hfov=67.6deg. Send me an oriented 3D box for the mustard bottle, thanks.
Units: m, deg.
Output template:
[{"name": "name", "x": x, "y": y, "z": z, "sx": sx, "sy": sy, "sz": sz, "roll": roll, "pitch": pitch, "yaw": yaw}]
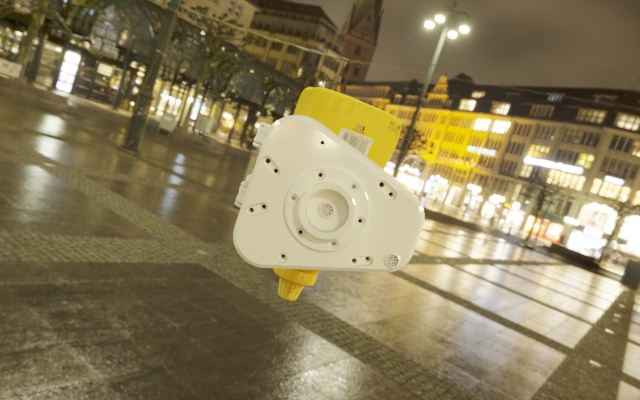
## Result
[{"name": "mustard bottle", "x": 0.000, "y": 0.001, "z": 0.440, "sx": 0.096, "sy": 0.191, "sz": 0.058, "roll": 17, "pitch": 6, "yaw": -26}]
